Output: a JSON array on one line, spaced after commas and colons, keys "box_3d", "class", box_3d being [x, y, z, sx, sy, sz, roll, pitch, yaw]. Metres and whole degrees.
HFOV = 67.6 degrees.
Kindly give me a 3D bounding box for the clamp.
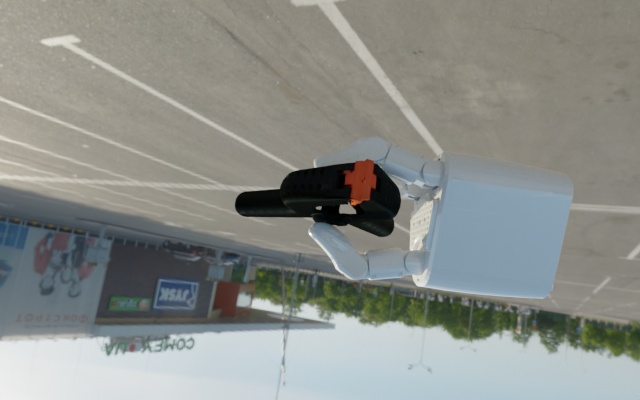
[{"box_3d": [0.000, 0.002, 0.406, 0.164, 0.036, 0.210, 7, -10, -2], "class": "clamp"}]
